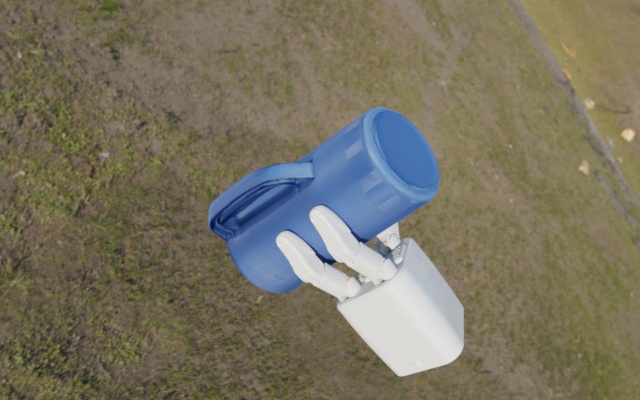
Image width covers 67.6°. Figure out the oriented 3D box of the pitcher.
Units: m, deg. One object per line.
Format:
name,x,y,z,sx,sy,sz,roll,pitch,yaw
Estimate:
pitcher,0.000,0.002,0.532,0.243,0.145,0.149,-35,3,40
